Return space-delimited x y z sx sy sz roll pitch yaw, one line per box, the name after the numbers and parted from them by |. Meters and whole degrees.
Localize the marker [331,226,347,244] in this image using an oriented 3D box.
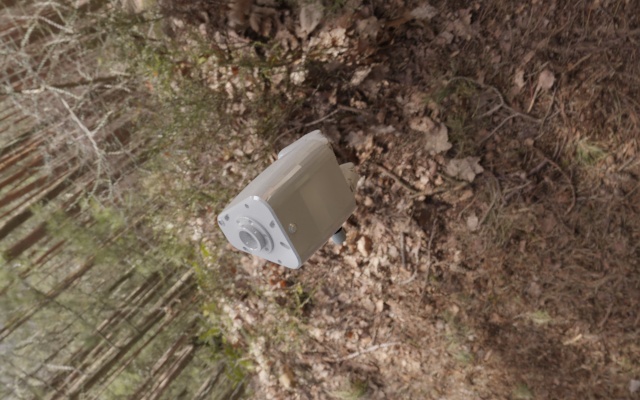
0.000 0.002 0.596 0.020 0.121 0.020 -23 23 11 | marker
